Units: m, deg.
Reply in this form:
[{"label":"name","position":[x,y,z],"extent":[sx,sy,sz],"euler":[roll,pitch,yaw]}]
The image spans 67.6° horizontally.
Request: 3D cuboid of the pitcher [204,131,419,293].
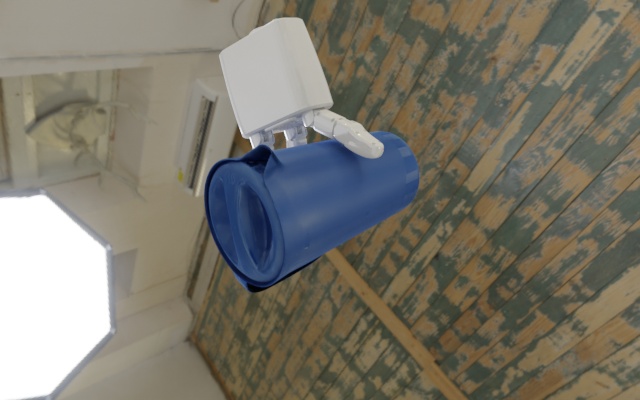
[{"label":"pitcher","position":[0.000,0.002,0.551],"extent":[0.243,0.145,0.149],"euler":[-20,-1,-40]}]
